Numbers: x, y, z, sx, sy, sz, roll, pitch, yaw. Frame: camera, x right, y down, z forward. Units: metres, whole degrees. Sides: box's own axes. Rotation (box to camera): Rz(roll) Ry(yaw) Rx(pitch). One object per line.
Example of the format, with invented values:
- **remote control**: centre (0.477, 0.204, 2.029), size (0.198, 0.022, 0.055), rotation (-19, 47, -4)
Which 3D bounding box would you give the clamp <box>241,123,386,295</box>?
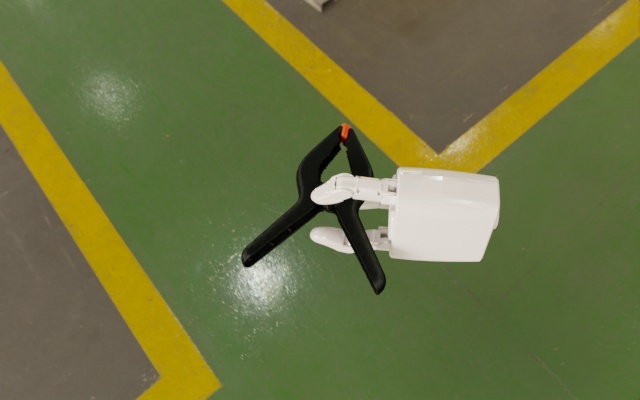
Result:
- **clamp**: centre (0.000, 0.001, 0.566), size (0.164, 0.210, 0.036), rotation (4, -25, 6)
